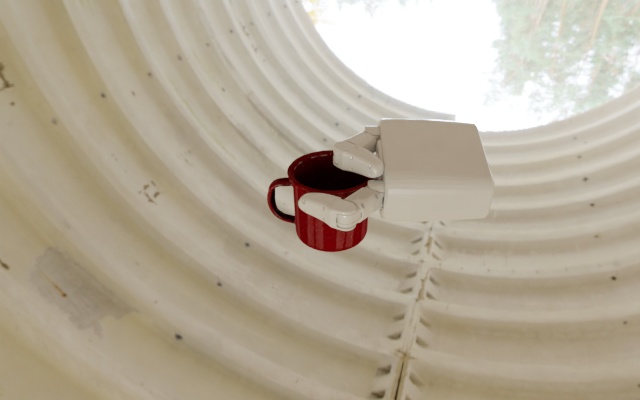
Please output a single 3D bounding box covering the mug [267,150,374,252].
[{"bbox_3d":[-0.001,0.002,0.522,0.117,0.082,0.093,0,33,1],"label":"mug"}]
